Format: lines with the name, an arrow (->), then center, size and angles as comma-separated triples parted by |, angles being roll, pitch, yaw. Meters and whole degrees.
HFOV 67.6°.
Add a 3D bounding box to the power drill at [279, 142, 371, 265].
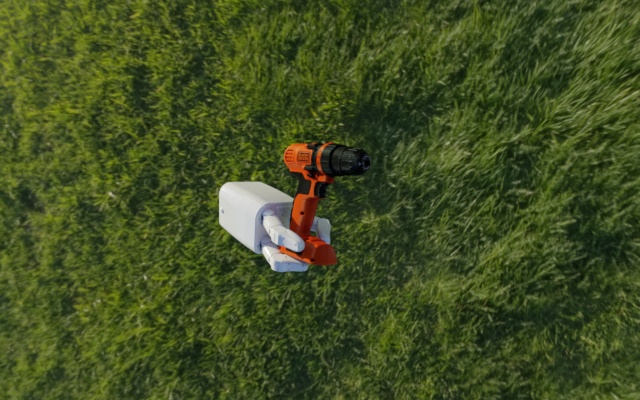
power drill -> 0.000, 0.003, 0.749 | 0.057, 0.187, 0.184 | 7, 3, -38
